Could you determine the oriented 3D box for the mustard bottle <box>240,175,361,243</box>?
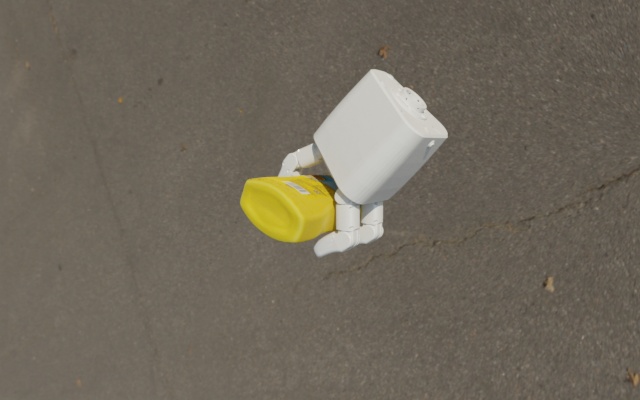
[{"bbox_3d":[0.000,0.002,0.589,0.096,0.058,0.191,30,22,30],"label":"mustard bottle"}]
